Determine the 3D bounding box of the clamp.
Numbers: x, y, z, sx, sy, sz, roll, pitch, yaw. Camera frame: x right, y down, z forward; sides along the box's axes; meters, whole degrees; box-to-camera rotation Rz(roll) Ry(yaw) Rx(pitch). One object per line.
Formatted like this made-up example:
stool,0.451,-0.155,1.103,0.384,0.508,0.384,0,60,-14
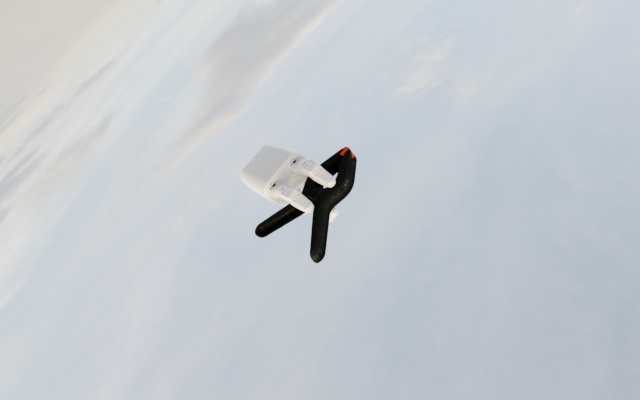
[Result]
clamp,0.001,0.003,0.778,0.164,0.210,0.036,27,-17,48
